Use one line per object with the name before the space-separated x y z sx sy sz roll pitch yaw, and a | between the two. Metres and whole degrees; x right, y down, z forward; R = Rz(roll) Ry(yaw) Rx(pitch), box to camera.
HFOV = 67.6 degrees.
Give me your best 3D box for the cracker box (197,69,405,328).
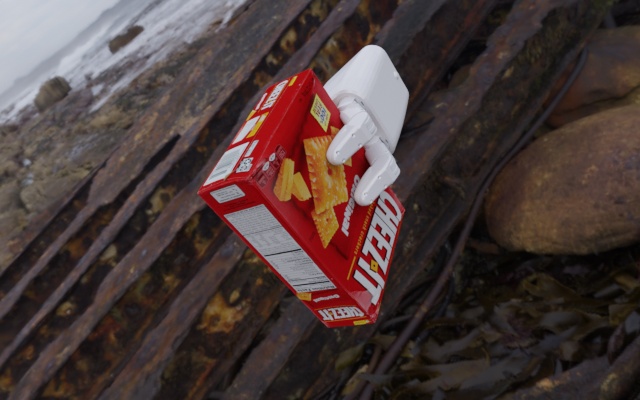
cracker box | 0.000 0.002 0.492 0.072 0.164 0.214 -14 -52 37
